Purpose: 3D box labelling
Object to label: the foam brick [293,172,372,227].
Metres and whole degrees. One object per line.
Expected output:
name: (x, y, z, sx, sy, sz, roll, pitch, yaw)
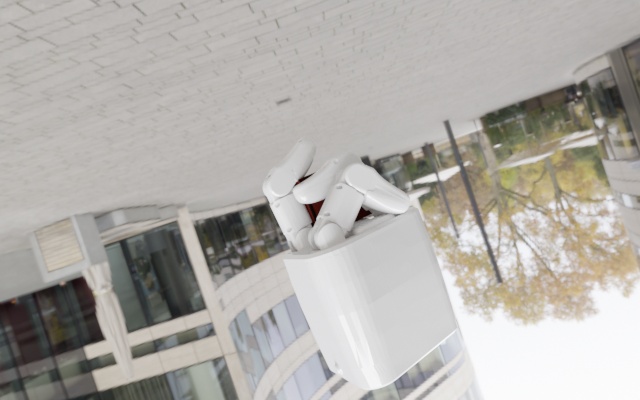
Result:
foam brick: (0.000, 0.001, 0.431, 0.053, 0.051, 0.078, -24, 2, -21)
